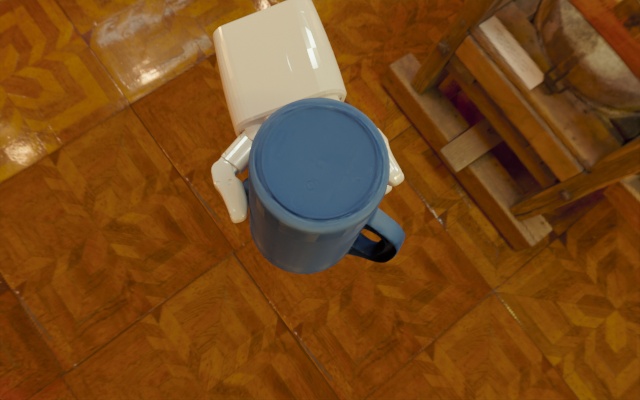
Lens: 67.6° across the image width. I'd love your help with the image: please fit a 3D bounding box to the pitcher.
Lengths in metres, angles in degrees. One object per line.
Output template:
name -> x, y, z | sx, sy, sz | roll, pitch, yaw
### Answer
pitcher -> 0.000, 0.001, 0.467 | 0.149, 0.145, 0.243 | -15, -10, -8
